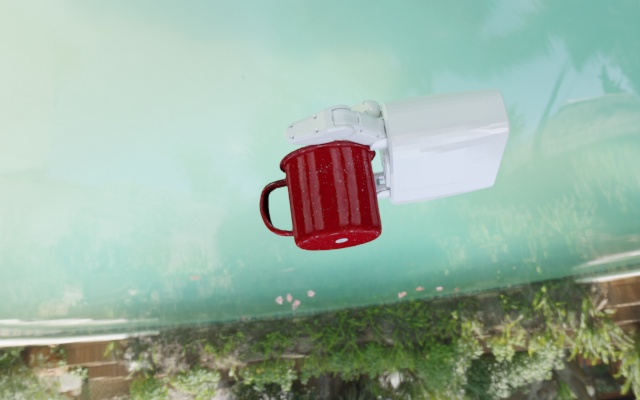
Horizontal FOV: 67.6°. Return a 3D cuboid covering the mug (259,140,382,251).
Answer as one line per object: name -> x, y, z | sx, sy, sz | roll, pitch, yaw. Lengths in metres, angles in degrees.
mug -> -0.001, 0.002, 0.446 | 0.117, 0.081, 0.093 | -9, -16, 5
